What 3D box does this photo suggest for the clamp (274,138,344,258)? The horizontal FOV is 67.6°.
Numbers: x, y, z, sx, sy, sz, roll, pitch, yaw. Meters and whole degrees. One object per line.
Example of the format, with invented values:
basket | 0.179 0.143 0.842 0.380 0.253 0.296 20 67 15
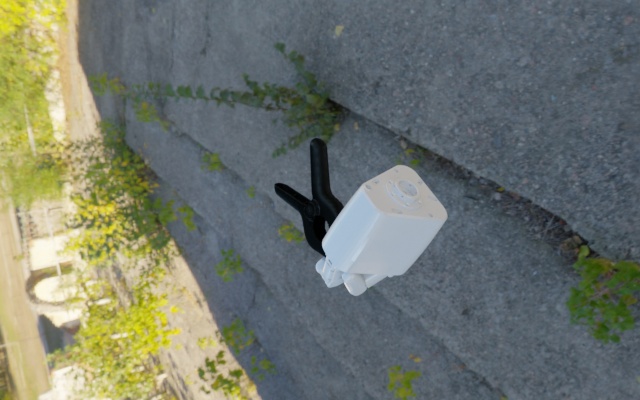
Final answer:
clamp | 0.000 0.002 0.657 0.039 0.171 0.120 -10 -36 -39
